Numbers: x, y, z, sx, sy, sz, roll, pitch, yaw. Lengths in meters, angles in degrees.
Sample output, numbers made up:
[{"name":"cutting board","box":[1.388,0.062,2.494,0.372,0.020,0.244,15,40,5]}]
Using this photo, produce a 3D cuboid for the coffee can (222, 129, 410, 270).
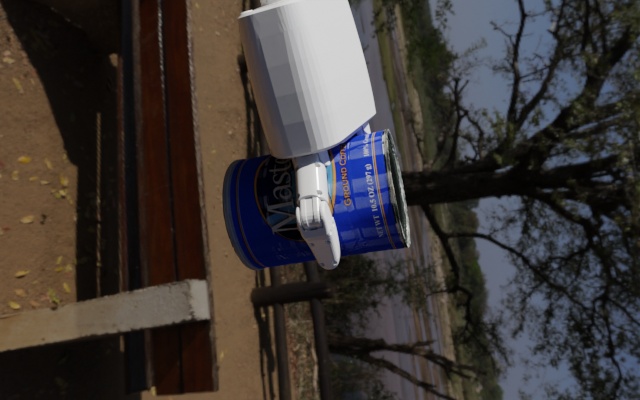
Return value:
[{"name":"coffee can","box":[0.000,0.002,0.421,0.140,0.103,0.103,-10,-3,14]}]
